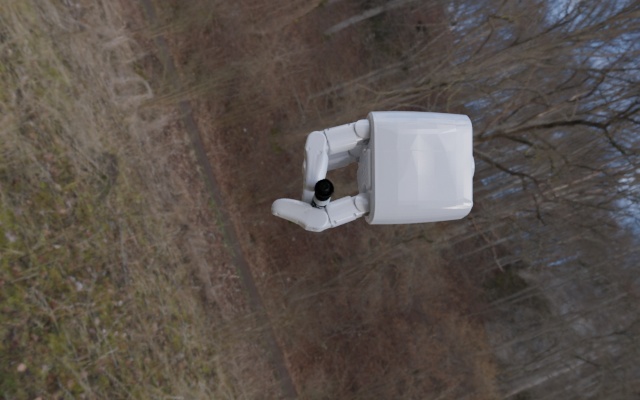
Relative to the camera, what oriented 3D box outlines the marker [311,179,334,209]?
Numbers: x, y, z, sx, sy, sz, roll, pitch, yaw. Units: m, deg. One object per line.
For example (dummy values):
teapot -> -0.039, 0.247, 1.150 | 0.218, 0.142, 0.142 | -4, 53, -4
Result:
marker -> 0.000, 0.002, 0.501 | 0.020, 0.020, 0.121 | 0, -14, -4
